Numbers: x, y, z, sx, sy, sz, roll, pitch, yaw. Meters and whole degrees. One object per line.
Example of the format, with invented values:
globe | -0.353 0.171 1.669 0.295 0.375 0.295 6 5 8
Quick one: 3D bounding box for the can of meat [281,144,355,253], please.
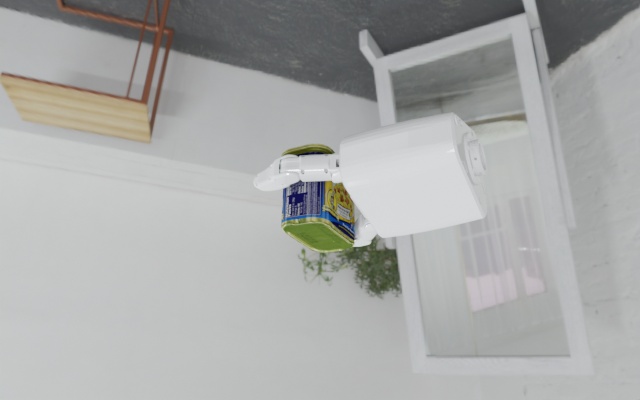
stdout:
can of meat | 0.000 0.002 0.508 0.057 0.084 0.102 -10 -26 24
